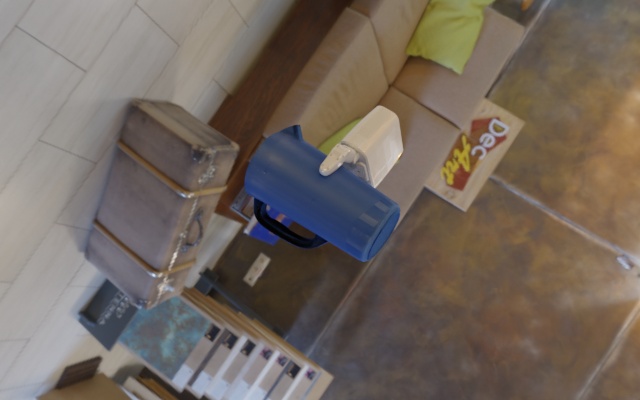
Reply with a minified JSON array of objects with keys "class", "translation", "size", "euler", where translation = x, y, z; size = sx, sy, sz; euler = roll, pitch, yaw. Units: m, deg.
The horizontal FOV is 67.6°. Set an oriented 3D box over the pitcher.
[{"class":"pitcher","translation":[0.000,0.002,0.792],"size":[0.243,0.145,0.149],"euler":[33,-25,19]}]
